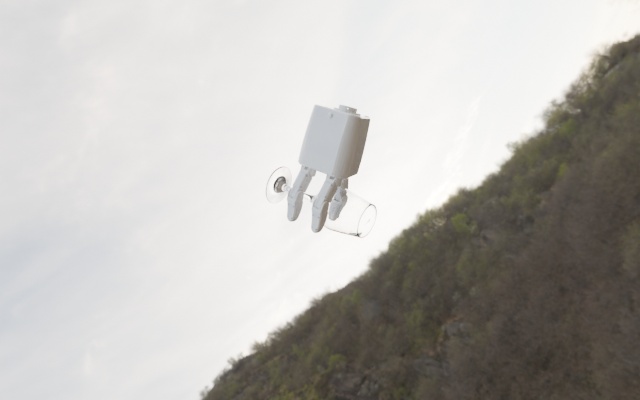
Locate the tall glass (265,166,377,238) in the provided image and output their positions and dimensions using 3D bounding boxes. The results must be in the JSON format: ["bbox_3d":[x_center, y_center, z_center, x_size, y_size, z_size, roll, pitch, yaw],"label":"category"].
[{"bbox_3d":[0.000,0.003,0.858,0.201,0.079,0.079,23,12,30],"label":"tall glass"}]
